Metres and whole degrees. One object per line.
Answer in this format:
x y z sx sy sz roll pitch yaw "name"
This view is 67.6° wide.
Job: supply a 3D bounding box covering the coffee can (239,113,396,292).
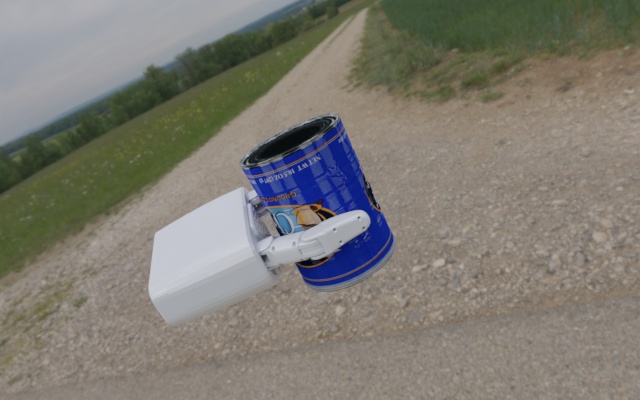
0.000 0.002 0.463 0.103 0.140 0.102 -24 19 9 "coffee can"
